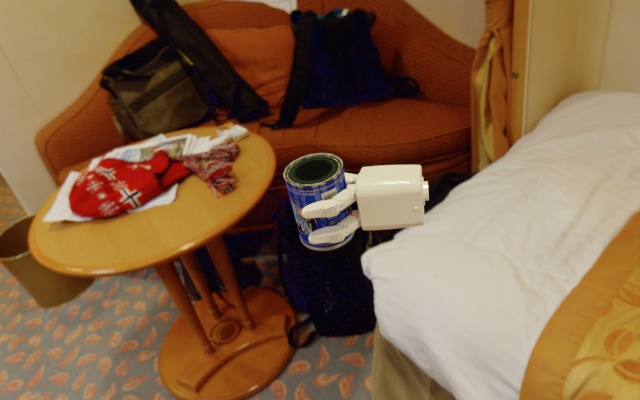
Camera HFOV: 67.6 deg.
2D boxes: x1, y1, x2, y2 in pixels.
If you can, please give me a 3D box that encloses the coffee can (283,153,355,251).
[{"bbox_3d":[0.000,0.003,0.838,0.103,0.140,0.102,-9,35,6],"label":"coffee can"}]
